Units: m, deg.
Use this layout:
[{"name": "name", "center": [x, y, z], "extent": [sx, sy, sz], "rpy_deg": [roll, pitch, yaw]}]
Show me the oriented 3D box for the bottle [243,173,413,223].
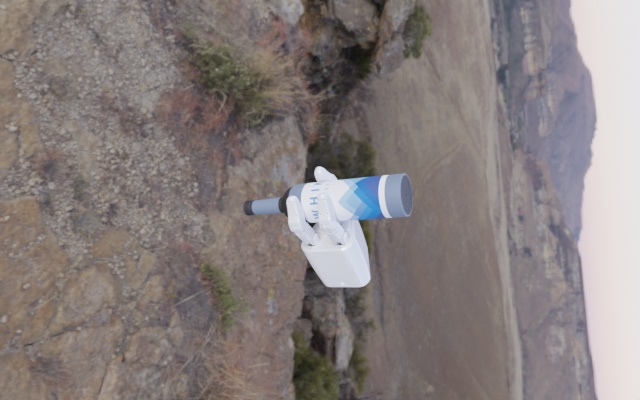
[{"name": "bottle", "center": [0.000, 0.003, 0.793], "extent": [0.296, 0.069, 0.069], "rpy_deg": [-5, -2, 26]}]
